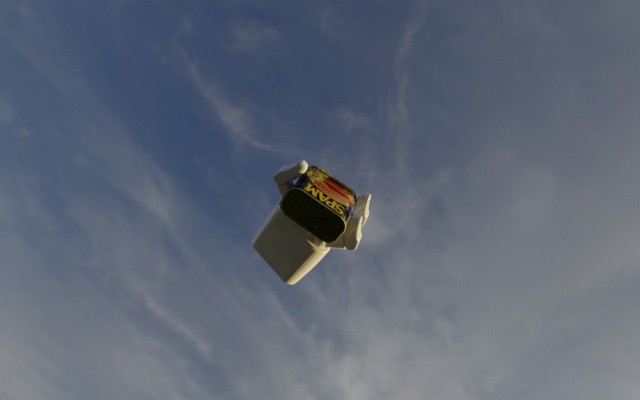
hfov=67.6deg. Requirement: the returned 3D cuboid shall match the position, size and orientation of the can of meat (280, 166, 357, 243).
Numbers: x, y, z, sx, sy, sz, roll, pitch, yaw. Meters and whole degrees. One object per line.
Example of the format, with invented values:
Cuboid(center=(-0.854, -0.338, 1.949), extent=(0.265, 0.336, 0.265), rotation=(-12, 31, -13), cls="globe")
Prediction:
Cuboid(center=(0.000, 0.002, 0.734), extent=(0.102, 0.057, 0.084), rotation=(35, 36, -3), cls="can of meat")
